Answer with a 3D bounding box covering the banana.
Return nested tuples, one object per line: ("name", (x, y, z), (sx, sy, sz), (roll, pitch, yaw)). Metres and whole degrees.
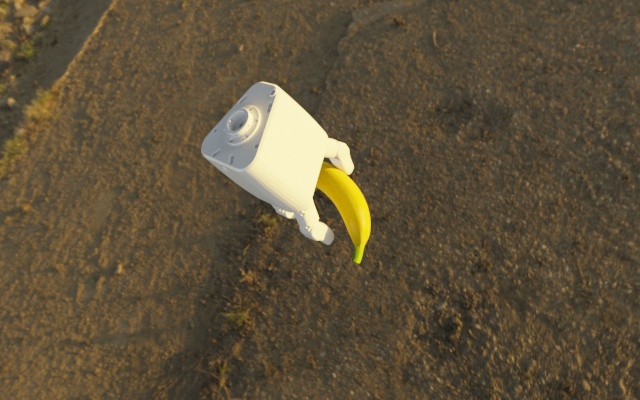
("banana", (0.014, -0.009, 0.649), (0.037, 0.069, 0.197), (26, 22, -50))
